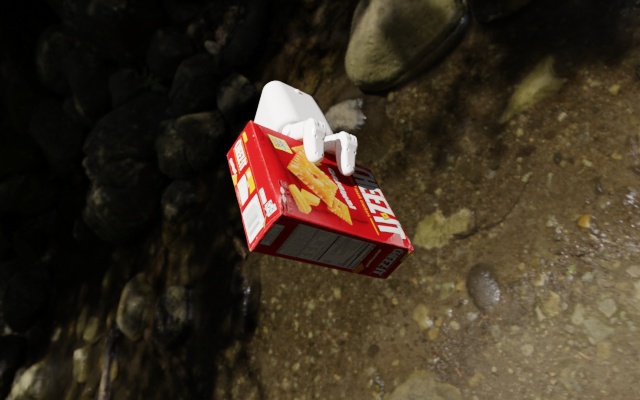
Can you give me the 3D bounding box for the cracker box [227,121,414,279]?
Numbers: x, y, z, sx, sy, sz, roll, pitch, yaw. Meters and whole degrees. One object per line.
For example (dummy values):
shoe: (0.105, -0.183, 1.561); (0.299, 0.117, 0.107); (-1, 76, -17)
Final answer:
cracker box: (0.000, 0.002, 0.610); (0.214, 0.164, 0.072); (17, -54, -36)
